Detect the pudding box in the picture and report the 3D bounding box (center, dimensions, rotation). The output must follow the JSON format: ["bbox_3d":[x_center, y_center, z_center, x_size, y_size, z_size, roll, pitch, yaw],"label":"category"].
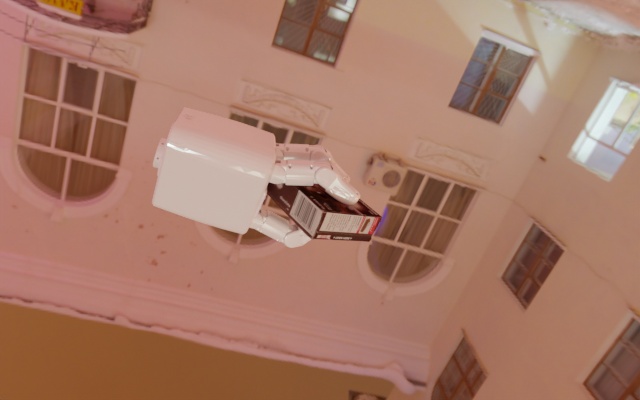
[{"bbox_3d":[0.000,0.002,0.543,0.090,0.039,0.113,6,28,-41],"label":"pudding box"}]
